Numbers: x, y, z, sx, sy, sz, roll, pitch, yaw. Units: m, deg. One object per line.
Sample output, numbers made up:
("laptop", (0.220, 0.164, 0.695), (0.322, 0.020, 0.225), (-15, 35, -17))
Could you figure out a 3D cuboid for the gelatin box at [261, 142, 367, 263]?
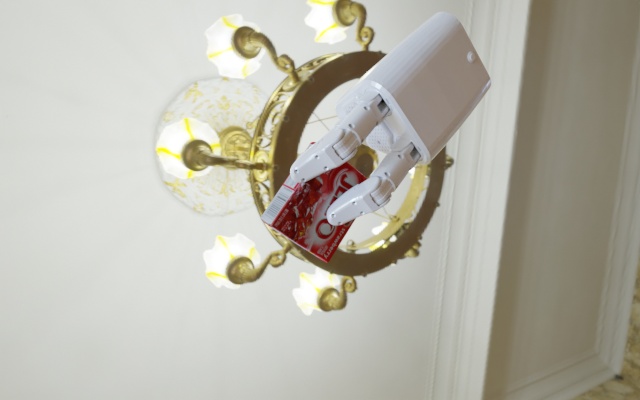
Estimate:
("gelatin box", (0.000, 0.002, 0.443), (0.073, 0.089, 0.030), (36, -5, -31))
